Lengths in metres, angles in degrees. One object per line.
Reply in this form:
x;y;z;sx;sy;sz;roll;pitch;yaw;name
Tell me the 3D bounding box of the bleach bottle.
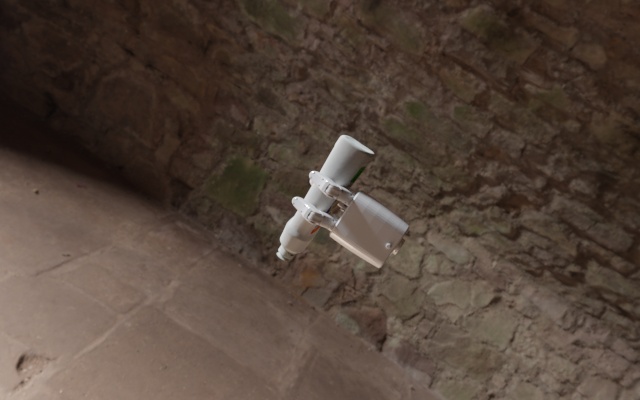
0.000;0.003;0.869;0.068;0.251;0.102;35;12;7;bleach bottle
